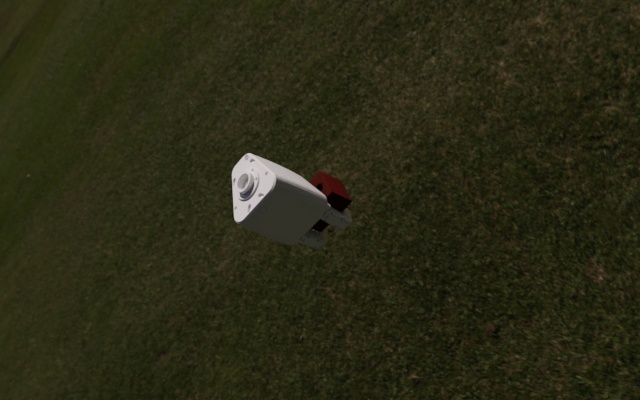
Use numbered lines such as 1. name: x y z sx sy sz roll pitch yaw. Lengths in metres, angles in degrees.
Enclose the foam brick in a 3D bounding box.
1. foam brick: 0.000 0.002 0.760 0.051 0.078 0.053 25 26 -43
